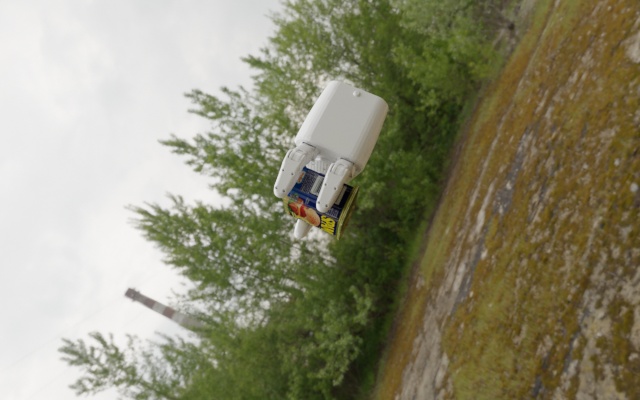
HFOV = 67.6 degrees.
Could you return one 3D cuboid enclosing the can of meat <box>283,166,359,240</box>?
[{"bbox_3d":[0.000,0.002,0.634,0.084,0.057,0.102,24,-17,7],"label":"can of meat"}]
